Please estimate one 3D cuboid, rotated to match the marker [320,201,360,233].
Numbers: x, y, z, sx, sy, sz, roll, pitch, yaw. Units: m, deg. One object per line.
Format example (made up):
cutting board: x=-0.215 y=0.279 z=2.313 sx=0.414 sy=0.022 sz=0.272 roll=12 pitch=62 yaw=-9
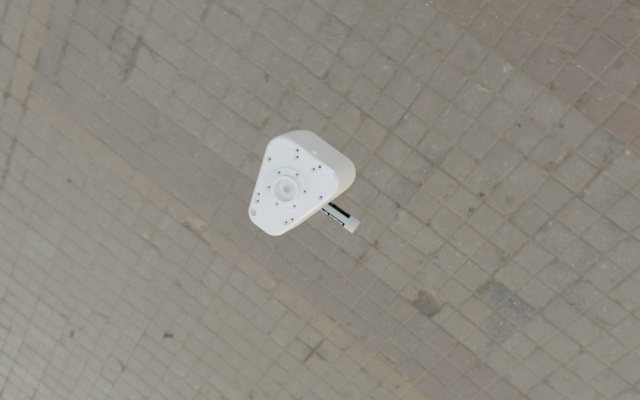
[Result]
marker: x=0.000 y=0.002 z=0.660 sx=0.121 sy=0.020 sz=0.020 roll=36 pitch=3 yaw=4
